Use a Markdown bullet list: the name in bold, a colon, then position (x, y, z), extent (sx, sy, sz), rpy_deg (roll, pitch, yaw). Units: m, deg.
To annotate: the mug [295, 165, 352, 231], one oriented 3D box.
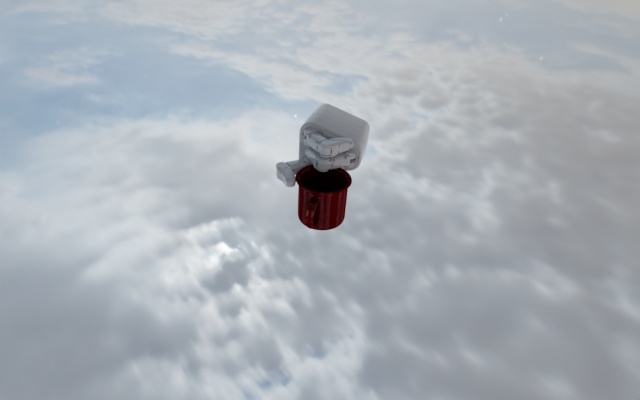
- **mug**: position (0.000, 0.004, 0.793), extent (0.093, 0.082, 0.117), rpy_deg (11, 35, 11)
